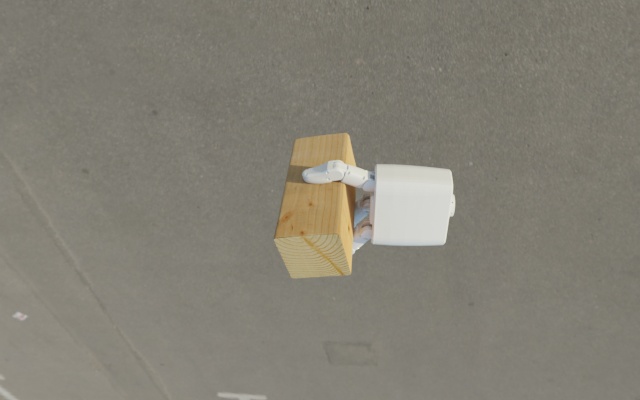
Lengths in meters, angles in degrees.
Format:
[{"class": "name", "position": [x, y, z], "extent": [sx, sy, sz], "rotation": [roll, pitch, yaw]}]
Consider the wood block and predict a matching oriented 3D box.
[{"class": "wood block", "position": [0.000, 0.002, 0.707], "extent": [0.090, 0.206, 0.091], "rotation": [-5, -45, 13]}]
